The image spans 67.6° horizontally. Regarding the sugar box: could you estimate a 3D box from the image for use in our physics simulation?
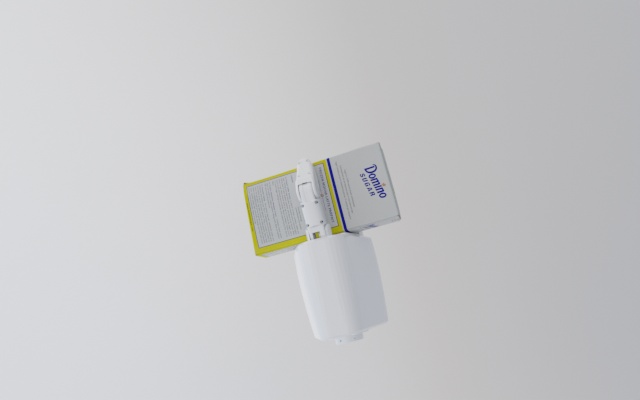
[{"bbox_3d":[0.000,0.002,0.574,0.176,0.093,0.048,-15,-13,9],"label":"sugar box"}]
